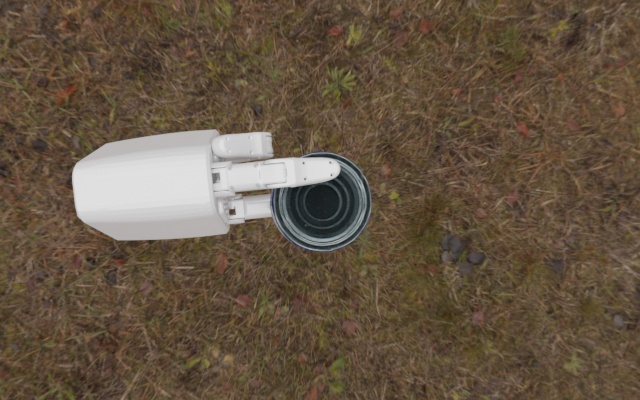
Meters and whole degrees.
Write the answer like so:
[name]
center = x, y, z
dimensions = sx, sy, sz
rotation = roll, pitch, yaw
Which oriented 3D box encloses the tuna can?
[tuna can]
center = 0.000, 0.001, 0.409
dimensions = 0.086, 0.086, 0.034
rotation = 0, -2, -8
